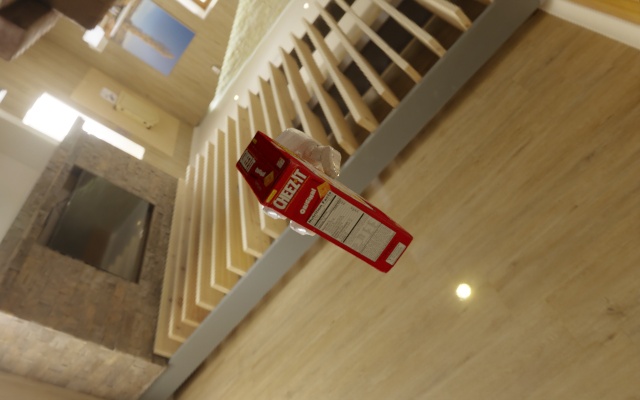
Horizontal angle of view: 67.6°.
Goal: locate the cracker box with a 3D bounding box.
[{"bbox_3d":[0.000,0.002,0.659,0.214,0.072,0.164,31,6,-28],"label":"cracker box"}]
